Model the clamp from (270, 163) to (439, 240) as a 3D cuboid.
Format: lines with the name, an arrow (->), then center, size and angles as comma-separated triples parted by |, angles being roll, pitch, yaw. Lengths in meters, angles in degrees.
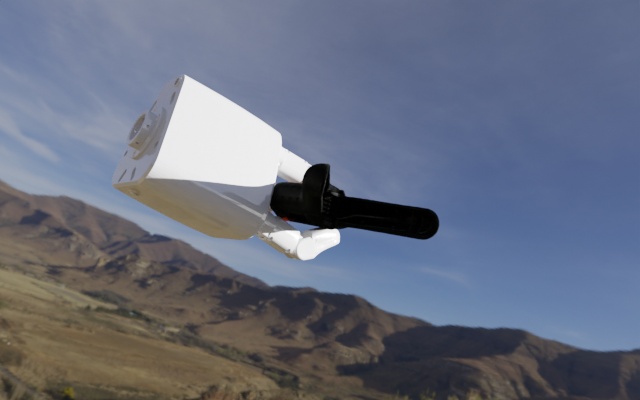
clamp -> 0.000, 0.001, 0.404 | 0.120, 0.039, 0.171 | 31, -20, -35
